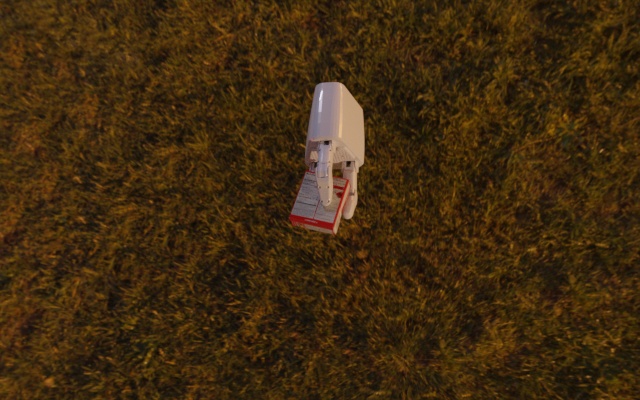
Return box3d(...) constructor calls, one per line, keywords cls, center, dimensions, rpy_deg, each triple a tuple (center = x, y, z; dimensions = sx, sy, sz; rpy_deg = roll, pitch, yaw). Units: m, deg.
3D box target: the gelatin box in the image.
box3d(cls="gelatin box", center=(0.000, 0.003, 0.742), dimensions=(0.073, 0.089, 0.030), rpy_deg=(12, -24, 15))
